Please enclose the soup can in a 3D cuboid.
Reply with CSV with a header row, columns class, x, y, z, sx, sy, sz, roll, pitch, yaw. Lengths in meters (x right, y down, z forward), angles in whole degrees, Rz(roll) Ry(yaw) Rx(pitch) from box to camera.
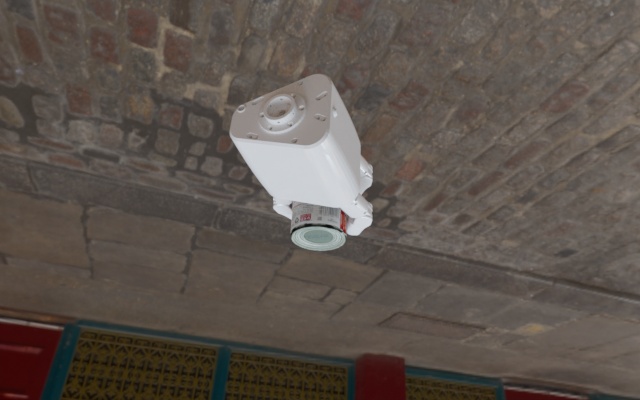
class,x,y,z,sx,sy,sz,roll,pitch,yaw
soup can,0.000,0.002,0.587,0.068,0.102,0.068,2,-30,1
